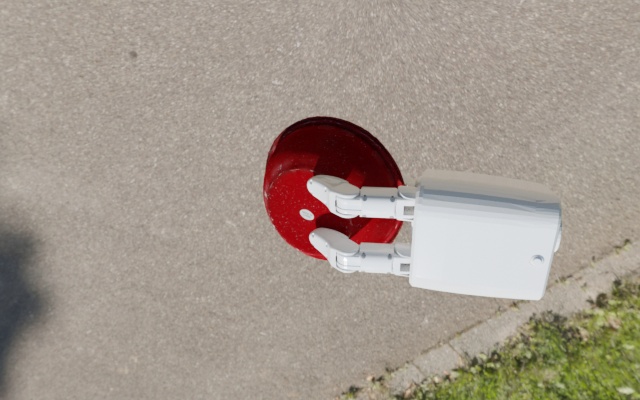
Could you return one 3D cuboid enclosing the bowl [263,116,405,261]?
[{"bbox_3d":[-0.001,0.002,0.475,0.162,0.162,0.055,0,24,30],"label":"bowl"}]
